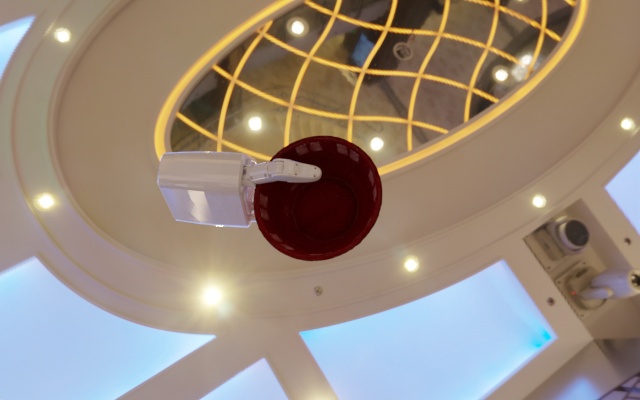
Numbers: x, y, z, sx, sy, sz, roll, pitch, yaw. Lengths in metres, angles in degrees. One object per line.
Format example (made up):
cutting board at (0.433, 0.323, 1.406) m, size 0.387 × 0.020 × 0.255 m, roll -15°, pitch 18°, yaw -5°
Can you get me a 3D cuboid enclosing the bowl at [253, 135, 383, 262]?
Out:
bowl at (0.001, 0.002, 0.602) m, size 0.162 × 0.162 × 0.055 m, roll 0°, pitch -19°, yaw 14°
